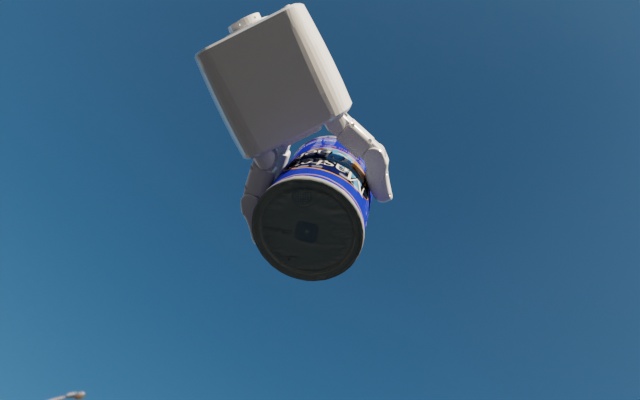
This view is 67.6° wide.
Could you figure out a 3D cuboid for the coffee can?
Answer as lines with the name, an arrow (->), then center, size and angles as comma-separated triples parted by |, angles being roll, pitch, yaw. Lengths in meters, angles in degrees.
coffee can -> 0.000, 0.002, 0.487 | 0.103, 0.103, 0.140 | 0, 23, 11
